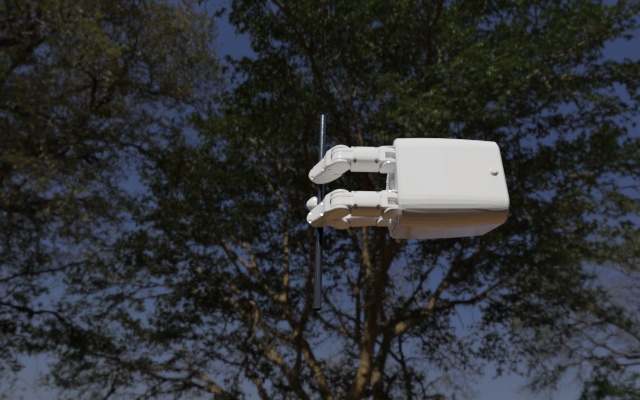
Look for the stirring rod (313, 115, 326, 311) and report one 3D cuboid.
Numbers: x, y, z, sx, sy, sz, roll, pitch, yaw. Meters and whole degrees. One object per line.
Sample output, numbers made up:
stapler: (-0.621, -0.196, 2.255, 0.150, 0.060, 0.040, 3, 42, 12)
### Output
stirring rod: (0.000, 0.002, 0.523, 0.011, 0.239, 0.011, 1, -30, 1)
